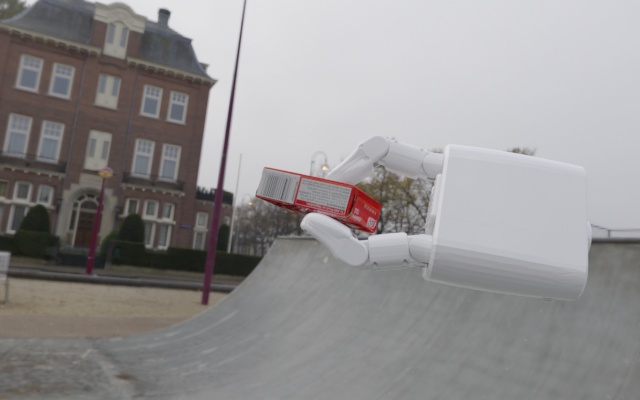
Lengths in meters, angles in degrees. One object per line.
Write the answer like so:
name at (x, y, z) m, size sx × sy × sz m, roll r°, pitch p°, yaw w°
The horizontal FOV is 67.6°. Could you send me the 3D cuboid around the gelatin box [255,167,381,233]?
gelatin box at (0.000, 0.001, 0.414) m, size 0.089 × 0.030 × 0.073 m, roll 13°, pitch -7°, yaw 25°
